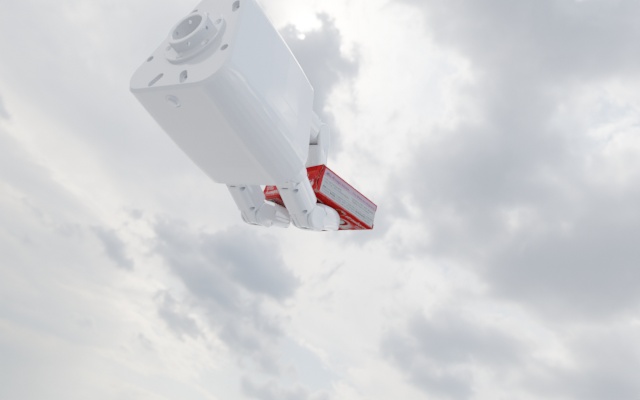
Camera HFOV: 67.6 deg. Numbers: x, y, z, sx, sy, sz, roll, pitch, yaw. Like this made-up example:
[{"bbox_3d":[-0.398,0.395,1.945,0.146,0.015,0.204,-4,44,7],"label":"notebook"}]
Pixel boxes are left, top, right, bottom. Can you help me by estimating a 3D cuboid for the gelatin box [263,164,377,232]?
[{"bbox_3d":[0.000,0.001,0.467,0.073,0.030,0.089,-6,-29,42],"label":"gelatin box"}]
